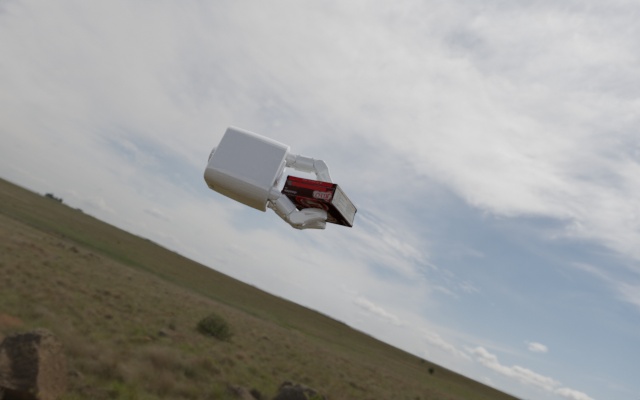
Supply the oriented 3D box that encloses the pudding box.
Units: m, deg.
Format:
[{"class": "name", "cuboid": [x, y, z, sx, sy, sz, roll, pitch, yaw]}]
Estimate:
[{"class": "pudding box", "cuboid": [0.000, 0.002, 0.773, 0.090, 0.039, 0.113, 12, -15, 26]}]
